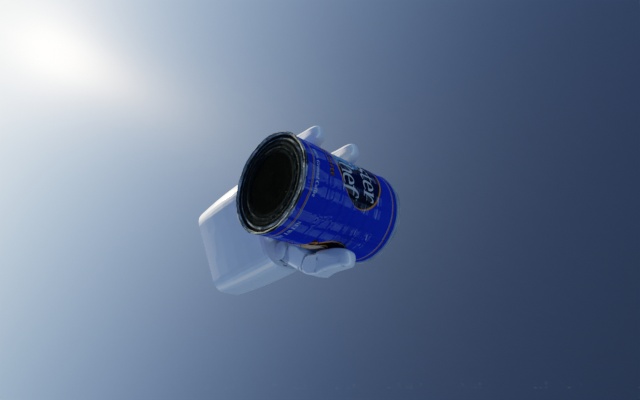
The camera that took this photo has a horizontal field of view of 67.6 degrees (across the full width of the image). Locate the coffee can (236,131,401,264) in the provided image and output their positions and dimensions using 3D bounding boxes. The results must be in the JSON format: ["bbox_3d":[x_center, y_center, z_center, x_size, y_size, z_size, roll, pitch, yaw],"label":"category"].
[{"bbox_3d":[0.000,0.002,0.492,0.140,0.102,0.103,21,-14,-41],"label":"coffee can"}]
